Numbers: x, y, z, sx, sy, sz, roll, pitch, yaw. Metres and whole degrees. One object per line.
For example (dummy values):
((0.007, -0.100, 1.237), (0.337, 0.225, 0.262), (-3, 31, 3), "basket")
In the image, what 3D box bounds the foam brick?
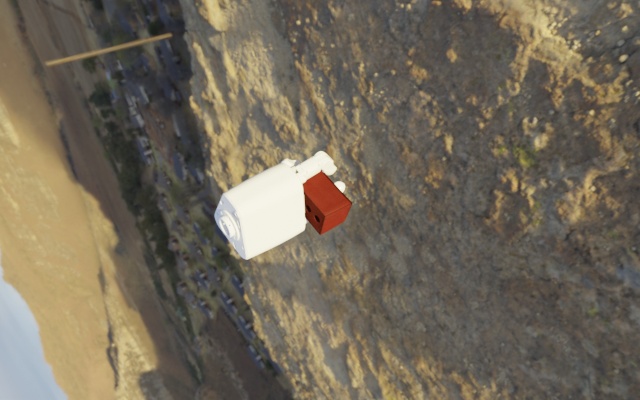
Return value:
((0.000, 0.002, 0.724), (0.051, 0.078, 0.053), (-28, -26, -29), "foam brick")
